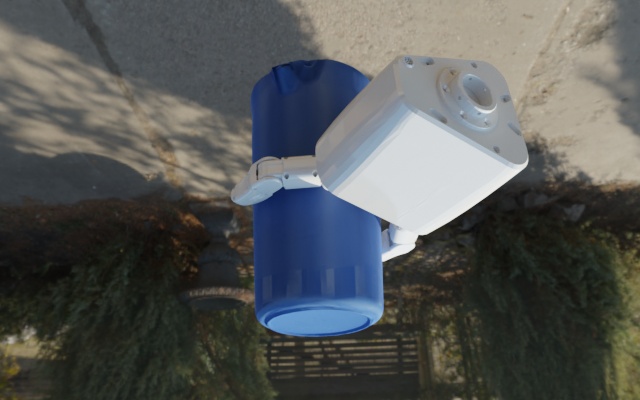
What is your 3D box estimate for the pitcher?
[{"bbox_3d":[0.000,0.001,0.463,0.149,0.242,0.145,12,-31,-23],"label":"pitcher"}]
